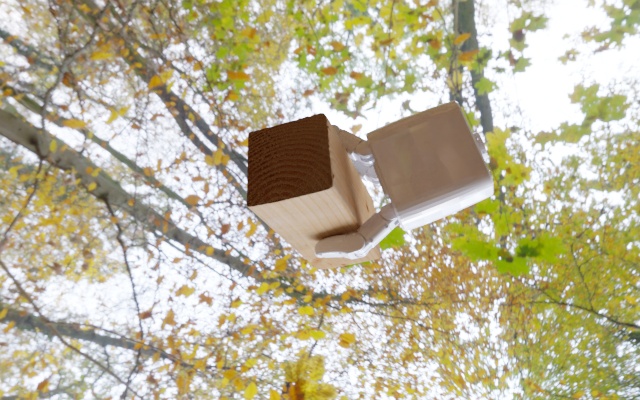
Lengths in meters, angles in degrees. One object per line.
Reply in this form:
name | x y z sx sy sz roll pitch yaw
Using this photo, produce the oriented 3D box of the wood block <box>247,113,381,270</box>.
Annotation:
wood block | 0.001 0.002 0.555 0.090 0.090 0.206 -12 -29 15
